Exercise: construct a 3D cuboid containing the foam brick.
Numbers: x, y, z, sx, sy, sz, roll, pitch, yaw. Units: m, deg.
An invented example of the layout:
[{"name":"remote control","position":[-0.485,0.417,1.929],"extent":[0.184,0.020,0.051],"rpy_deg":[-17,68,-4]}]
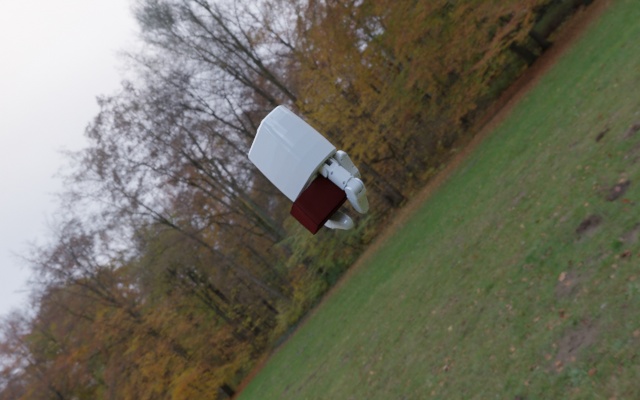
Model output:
[{"name":"foam brick","position":[0.000,0.003,0.699],"extent":[0.051,0.078,0.053],"rpy_deg":[41,-21,5]}]
